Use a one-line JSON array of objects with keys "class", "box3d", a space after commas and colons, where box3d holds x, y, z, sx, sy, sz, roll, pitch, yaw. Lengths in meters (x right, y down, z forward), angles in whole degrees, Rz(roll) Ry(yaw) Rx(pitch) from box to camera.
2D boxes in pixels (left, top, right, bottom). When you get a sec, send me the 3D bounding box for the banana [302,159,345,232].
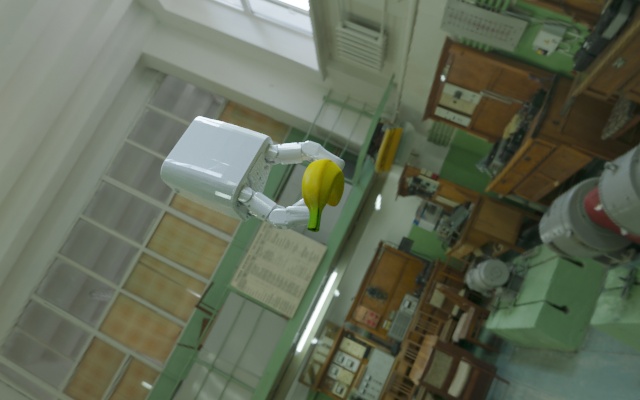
[{"class": "banana", "box3d": [0.004, -0.016, 0.566, 0.037, 0.069, 0.198, 14, 9, 8]}]
